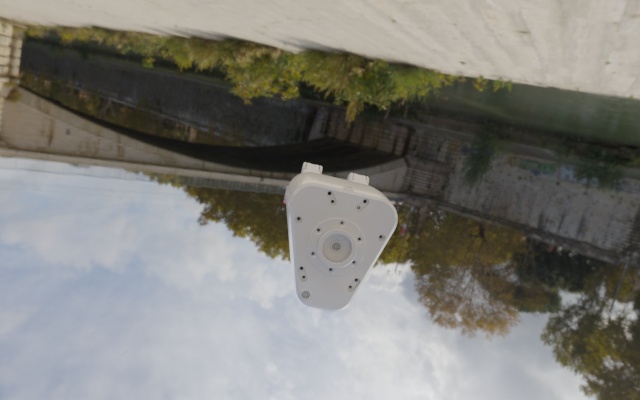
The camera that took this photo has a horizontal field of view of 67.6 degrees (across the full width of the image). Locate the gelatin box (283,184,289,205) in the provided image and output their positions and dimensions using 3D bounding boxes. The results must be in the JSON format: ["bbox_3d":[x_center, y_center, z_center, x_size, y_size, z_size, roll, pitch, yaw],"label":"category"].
[{"bbox_3d":[0.000,0.002,0.587,0.073,0.030,0.089,12,1,-17],"label":"gelatin box"}]
